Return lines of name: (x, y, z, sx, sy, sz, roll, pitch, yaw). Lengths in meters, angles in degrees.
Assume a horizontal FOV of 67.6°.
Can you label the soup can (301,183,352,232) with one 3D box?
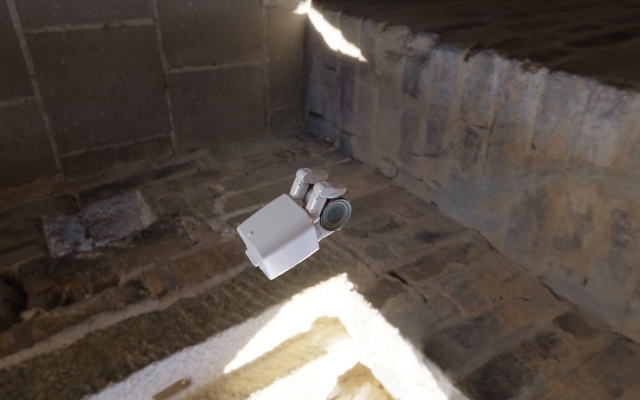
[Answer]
soup can: (0.001, 0.003, 0.858, 0.068, 0.068, 0.102, 0, 27, -37)
